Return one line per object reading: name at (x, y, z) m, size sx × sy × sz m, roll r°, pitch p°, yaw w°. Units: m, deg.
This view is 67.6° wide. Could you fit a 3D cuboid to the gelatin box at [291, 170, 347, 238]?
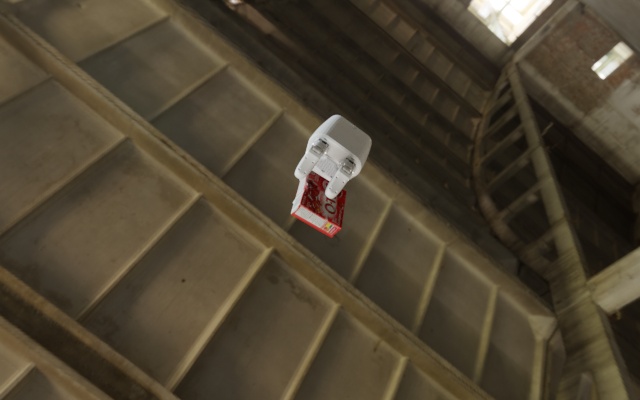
gelatin box at (0.000, 0.003, 0.722) m, size 0.073 × 0.089 × 0.030 m, roll 31°, pitch -52°, yaw -16°
